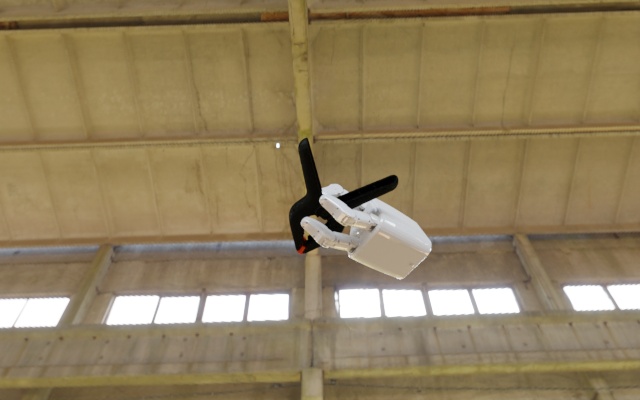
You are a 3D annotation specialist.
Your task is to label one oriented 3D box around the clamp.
[{"bbox_3d":[0.000,0.003,0.767,0.164,0.210,0.036,28,33,-16],"label":"clamp"}]
